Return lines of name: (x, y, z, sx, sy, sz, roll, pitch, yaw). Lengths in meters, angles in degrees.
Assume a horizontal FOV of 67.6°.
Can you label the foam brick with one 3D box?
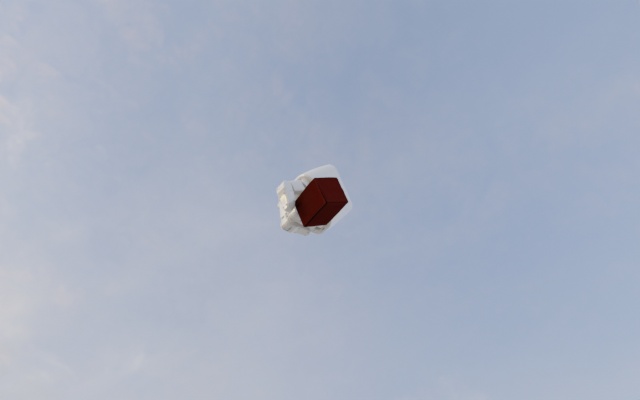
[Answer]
foam brick: (0.000, 0.003, 0.814, 0.051, 0.053, 0.078, -3, -31, -38)
